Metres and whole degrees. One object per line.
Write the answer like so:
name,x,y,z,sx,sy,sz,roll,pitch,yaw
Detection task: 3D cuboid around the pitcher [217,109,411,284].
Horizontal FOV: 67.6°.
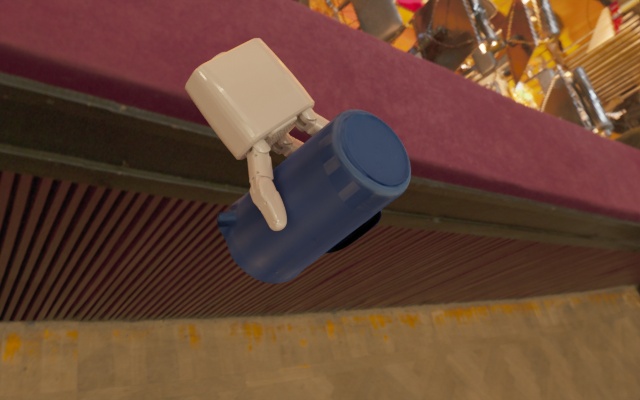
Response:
pitcher,0.000,0.002,0.586,0.243,0.145,0.149,-38,-1,44
